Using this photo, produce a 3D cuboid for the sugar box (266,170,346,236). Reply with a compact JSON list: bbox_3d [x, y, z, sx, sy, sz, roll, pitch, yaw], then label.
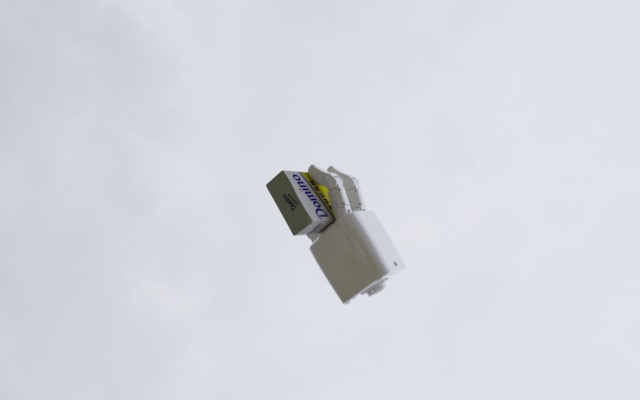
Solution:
[{"bbox_3d":[0.001,0.002,0.752,0.048,0.093,0.176,-38,-18,24],"label":"sugar box"}]
